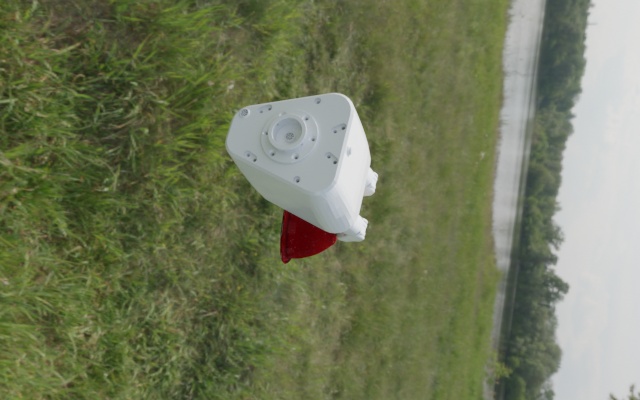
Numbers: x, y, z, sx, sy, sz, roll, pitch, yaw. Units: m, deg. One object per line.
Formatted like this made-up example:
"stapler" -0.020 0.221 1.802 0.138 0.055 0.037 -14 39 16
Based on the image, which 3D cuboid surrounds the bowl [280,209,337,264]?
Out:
"bowl" 0.001 0.002 0.571 0.055 0.162 0.162 12 1 6
